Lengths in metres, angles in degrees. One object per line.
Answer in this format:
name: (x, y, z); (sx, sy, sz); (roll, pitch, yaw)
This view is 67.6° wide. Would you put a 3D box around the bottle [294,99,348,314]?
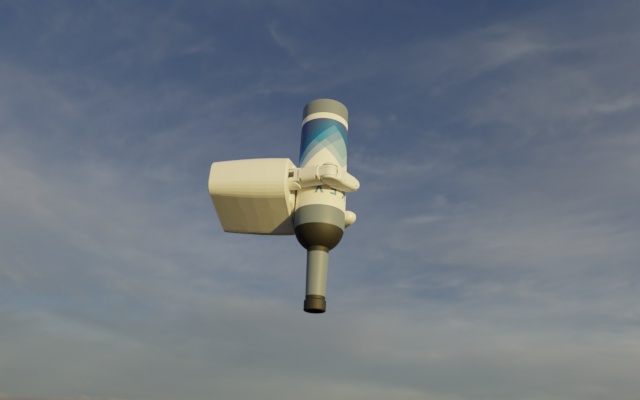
bottle: (0.000, 0.002, 0.642); (0.069, 0.295, 0.069); (3, -26, 1)
